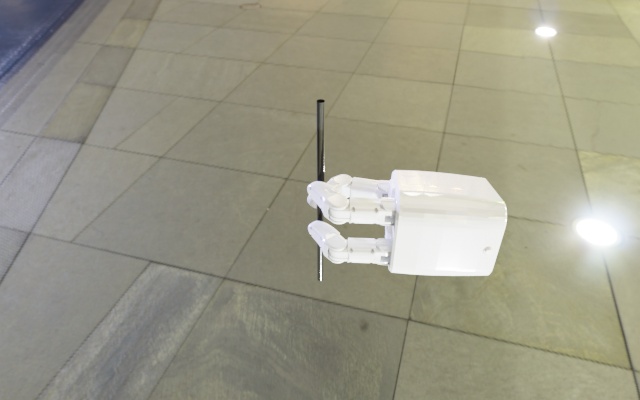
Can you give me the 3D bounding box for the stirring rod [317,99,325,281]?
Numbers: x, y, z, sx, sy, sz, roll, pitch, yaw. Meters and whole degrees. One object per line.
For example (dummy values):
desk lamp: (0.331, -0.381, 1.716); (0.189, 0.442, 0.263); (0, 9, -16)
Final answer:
stirring rod: (0.000, 0.002, 0.526); (0.011, 0.240, 0.011); (0, 37, 0)
